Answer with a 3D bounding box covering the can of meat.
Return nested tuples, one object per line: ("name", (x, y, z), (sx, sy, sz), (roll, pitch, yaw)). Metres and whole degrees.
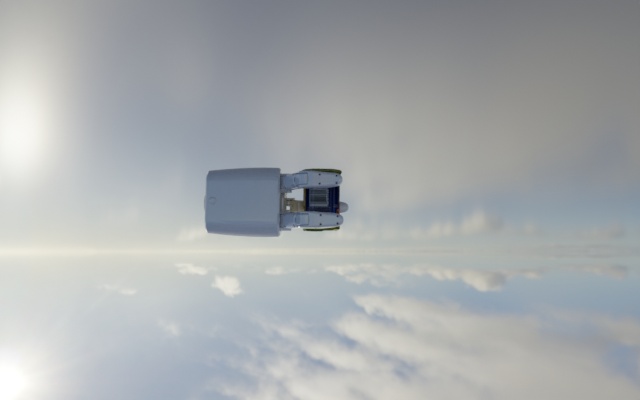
("can of meat", (0.000, 0.003, 0.703), (0.057, 0.084, 0.102), (1, -6, -2))
